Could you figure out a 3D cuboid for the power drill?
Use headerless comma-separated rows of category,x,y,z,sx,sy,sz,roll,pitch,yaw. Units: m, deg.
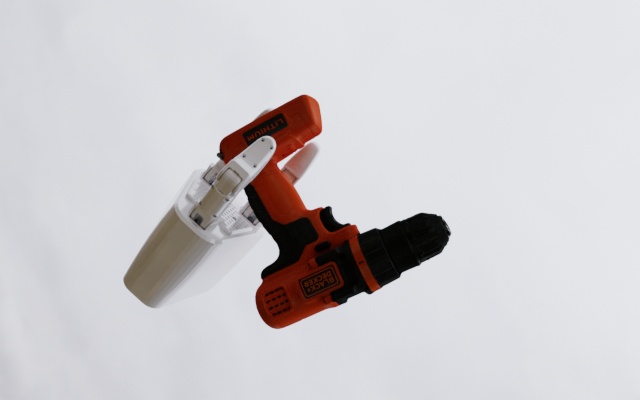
power drill,0.000,0.001,0.437,0.184,0.187,0.057,-26,-15,7
